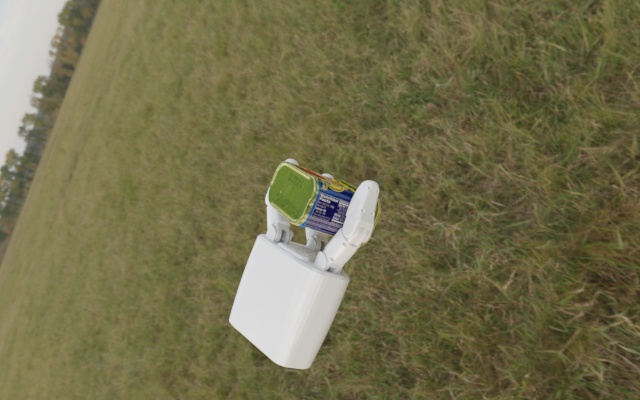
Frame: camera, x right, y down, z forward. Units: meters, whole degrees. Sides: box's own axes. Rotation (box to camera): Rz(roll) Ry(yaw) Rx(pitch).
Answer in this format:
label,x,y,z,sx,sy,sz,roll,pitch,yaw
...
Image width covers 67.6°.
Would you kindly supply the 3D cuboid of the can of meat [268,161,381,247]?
label,x,y,z,sx,sy,sz,roll,pitch,yaw
can of meat,0.000,0.002,0.513,0.084,0.057,0.102,19,7,-32
